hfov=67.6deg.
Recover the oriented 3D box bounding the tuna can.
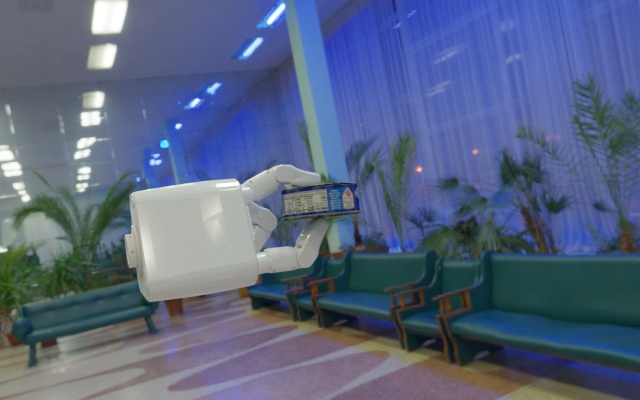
[{"bbox_3d":[0.000,0.001,0.523,0.086,0.034,0.086,-6,-3,0],"label":"tuna can"}]
